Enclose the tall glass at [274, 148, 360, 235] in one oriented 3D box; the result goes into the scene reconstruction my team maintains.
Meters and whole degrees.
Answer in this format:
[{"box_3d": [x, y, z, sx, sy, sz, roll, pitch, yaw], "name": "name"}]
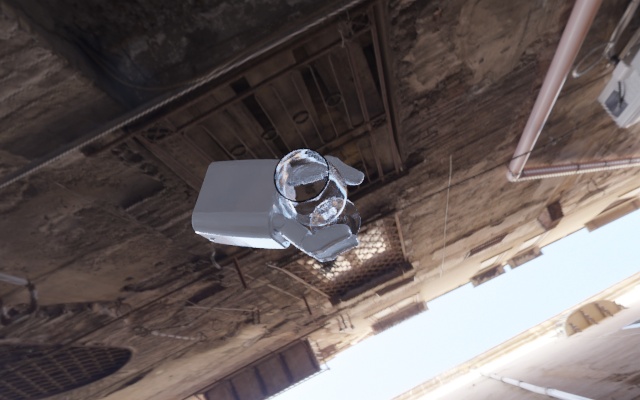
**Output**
[{"box_3d": [0.000, 0.002, 0.597, 0.079, 0.079, 0.201, 0, -17, 12], "name": "tall glass"}]
